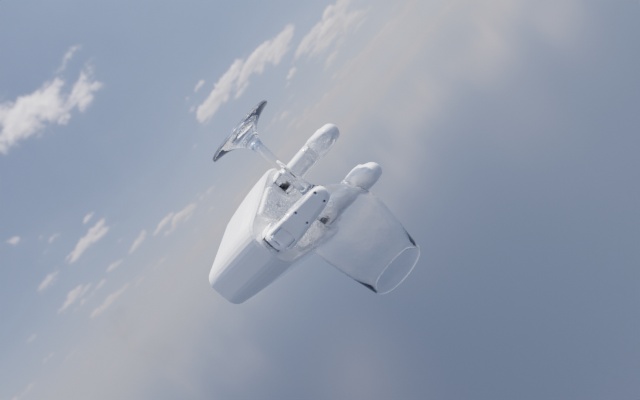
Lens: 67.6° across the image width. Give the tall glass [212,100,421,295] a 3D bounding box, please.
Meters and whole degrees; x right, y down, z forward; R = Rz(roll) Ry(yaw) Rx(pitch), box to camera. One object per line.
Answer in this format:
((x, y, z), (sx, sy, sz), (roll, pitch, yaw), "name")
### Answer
((0.000, 0.001, 0.447), (0.201, 0.079, 0.079), (41, -5, -5), "tall glass")
